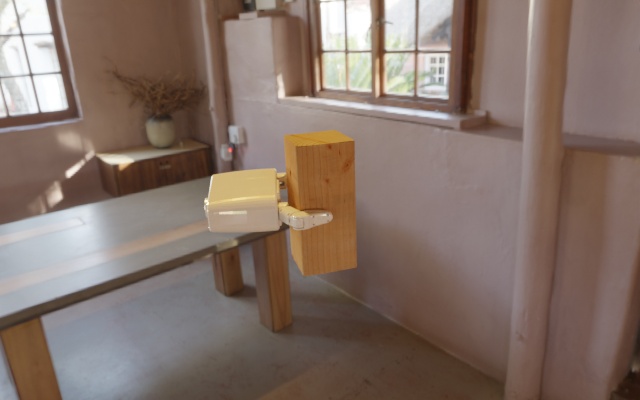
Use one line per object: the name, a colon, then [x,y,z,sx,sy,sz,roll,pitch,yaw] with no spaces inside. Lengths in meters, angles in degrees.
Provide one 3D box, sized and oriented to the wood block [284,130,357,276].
wood block: [0.000,0.002,0.753,0.090,0.206,0.090,-8,20,-14]
